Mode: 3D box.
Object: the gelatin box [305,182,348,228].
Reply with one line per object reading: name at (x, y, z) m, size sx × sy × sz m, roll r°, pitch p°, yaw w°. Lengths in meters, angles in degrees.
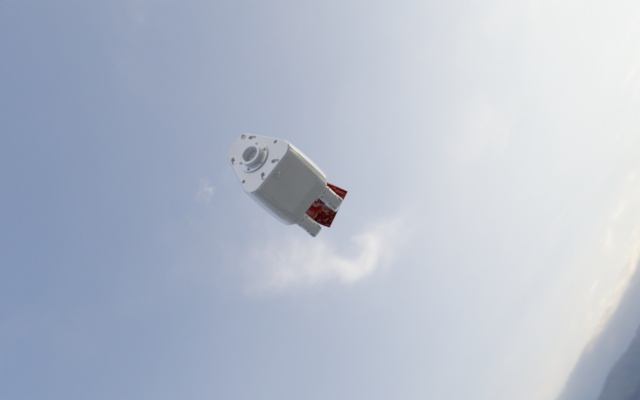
gelatin box at (0.000, 0.003, 0.816) m, size 0.030 × 0.073 × 0.089 m, roll 29°, pitch 5°, yaw 35°
